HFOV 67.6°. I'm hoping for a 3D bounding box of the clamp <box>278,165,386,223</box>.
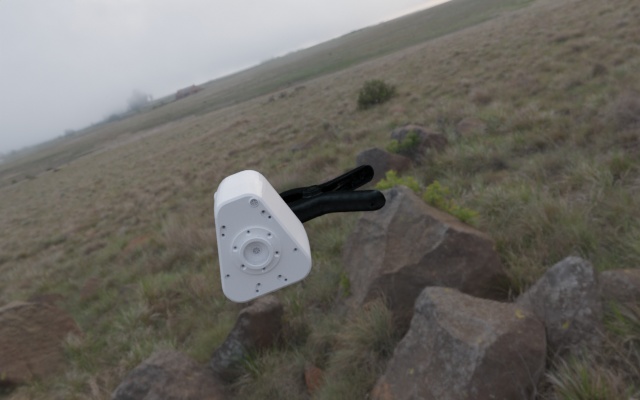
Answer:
[{"bbox_3d":[0.000,0.001,0.600,0.171,0.039,0.120,-20,15,-3],"label":"clamp"}]
